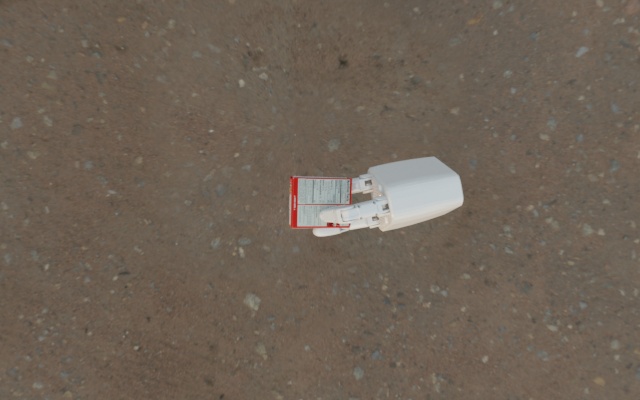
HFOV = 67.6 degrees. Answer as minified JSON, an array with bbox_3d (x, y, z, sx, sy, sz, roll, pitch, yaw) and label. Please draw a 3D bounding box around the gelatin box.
[{"bbox_3d":[0.000,0.002,0.691,0.089,0.073,0.030,0,6,-12],"label":"gelatin box"}]
